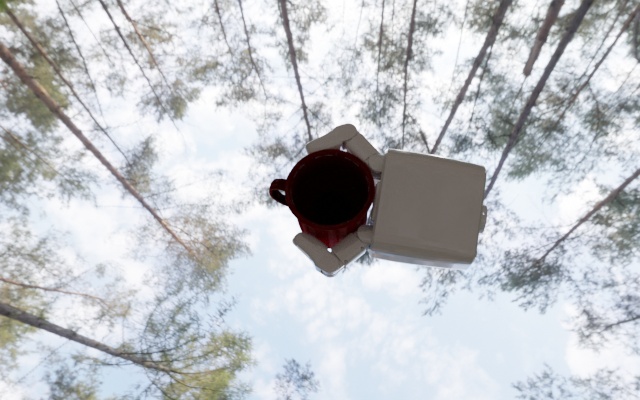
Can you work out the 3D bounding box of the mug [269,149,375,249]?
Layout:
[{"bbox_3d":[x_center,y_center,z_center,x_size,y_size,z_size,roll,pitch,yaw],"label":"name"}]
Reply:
[{"bbox_3d":[-0.001,0.002,0.527,0.117,0.093,0.081,10,-23,8],"label":"mug"}]
